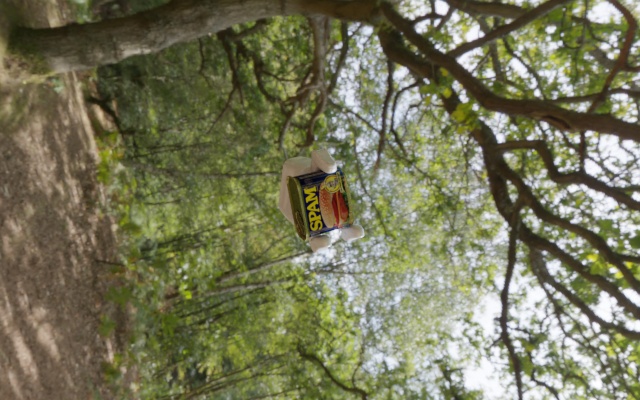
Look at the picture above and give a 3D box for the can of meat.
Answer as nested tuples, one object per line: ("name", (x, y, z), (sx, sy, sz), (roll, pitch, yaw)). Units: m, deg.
("can of meat", (0.000, 0.002, 0.751), (0.084, 0.102, 0.057), (-15, 15, -18))
